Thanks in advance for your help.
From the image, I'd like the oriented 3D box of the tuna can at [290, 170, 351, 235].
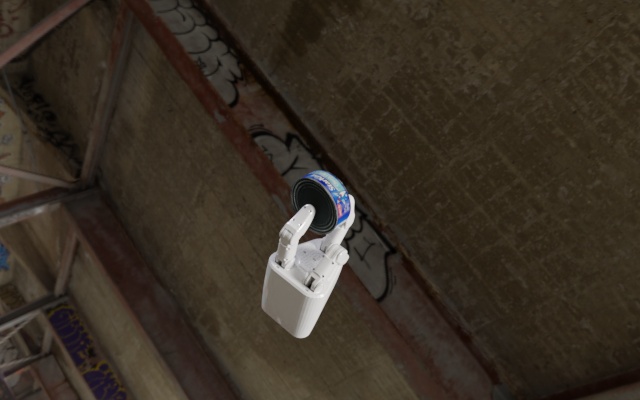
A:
[{"bbox_3d":[0.000,0.002,0.661,0.086,0.086,0.033,0,24,46],"label":"tuna can"}]
